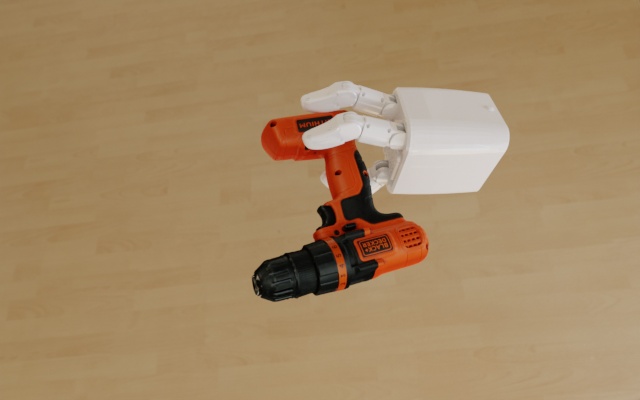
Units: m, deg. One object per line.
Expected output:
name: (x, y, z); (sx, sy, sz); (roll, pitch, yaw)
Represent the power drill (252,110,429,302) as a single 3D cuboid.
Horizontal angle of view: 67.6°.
power drill: (0.000, 0.001, 0.493); (0.184, 0.187, 0.057); (-11, -22, -23)
